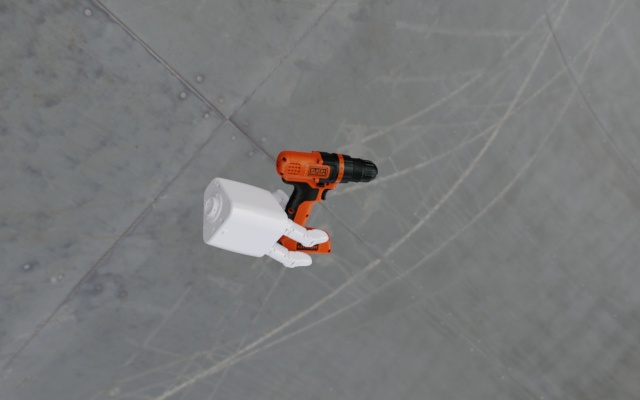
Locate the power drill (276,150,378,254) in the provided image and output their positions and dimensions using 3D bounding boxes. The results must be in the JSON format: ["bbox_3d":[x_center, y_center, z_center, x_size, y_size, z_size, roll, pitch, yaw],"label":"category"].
[{"bbox_3d":[0.000,0.003,0.855,0.184,0.188,0.057,5,23,-18],"label":"power drill"}]
